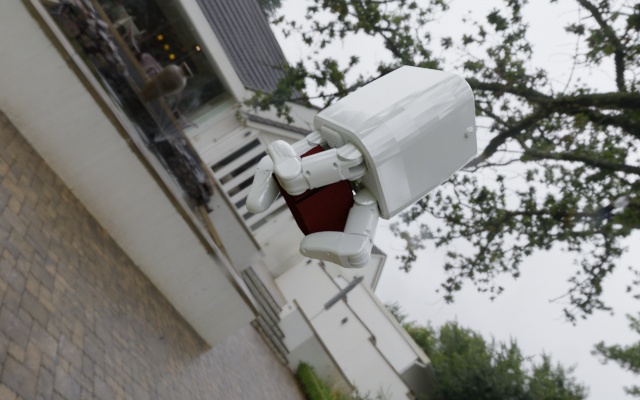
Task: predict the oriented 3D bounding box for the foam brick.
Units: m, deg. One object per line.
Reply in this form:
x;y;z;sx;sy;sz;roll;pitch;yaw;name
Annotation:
0.000;0.002;0.433;0.051;0.078;0.053;-32;46;-9;foam brick
